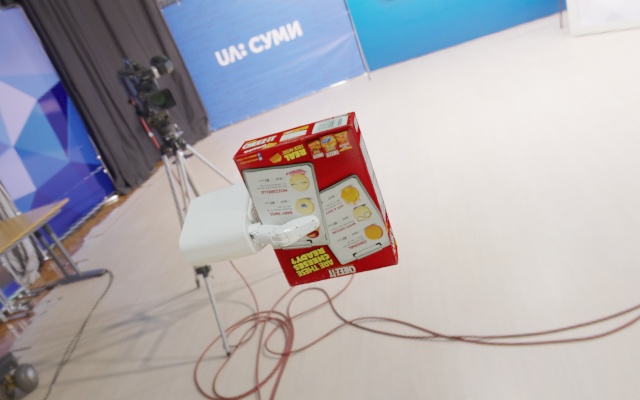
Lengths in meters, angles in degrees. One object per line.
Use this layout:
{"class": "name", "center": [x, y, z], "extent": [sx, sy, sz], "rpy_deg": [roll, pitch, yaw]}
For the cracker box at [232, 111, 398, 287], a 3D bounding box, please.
{"class": "cracker box", "center": [0.000, 0.002, 0.658], "extent": [0.164, 0.214, 0.072], "rpy_deg": [-14, 26, 15]}
